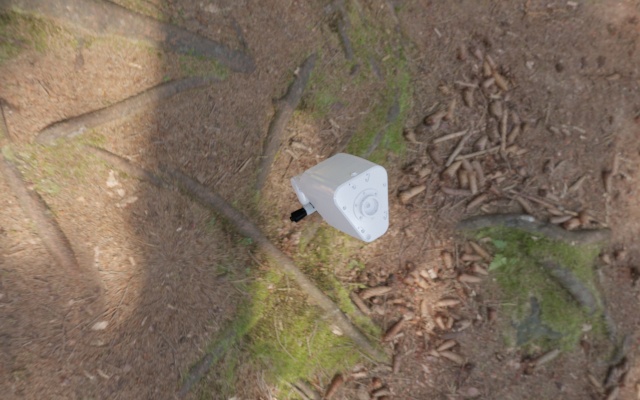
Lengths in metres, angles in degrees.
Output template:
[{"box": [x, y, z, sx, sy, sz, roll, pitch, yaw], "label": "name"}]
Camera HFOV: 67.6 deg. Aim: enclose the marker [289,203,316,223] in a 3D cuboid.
[{"box": [0.000, 0.003, 0.811, 0.121, 0.020, 0.020, -30, 11, -19], "label": "marker"}]
